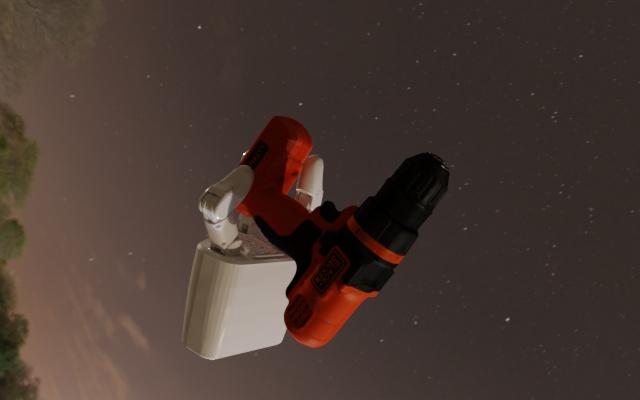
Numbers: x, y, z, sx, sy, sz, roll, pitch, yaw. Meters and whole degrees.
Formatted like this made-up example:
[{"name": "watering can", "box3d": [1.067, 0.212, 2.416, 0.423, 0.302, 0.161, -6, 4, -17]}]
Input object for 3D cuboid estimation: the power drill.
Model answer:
[{"name": "power drill", "box3d": [0.000, 0.001, 0.419, 0.057, 0.184, 0.187, 24, 18, -47]}]
